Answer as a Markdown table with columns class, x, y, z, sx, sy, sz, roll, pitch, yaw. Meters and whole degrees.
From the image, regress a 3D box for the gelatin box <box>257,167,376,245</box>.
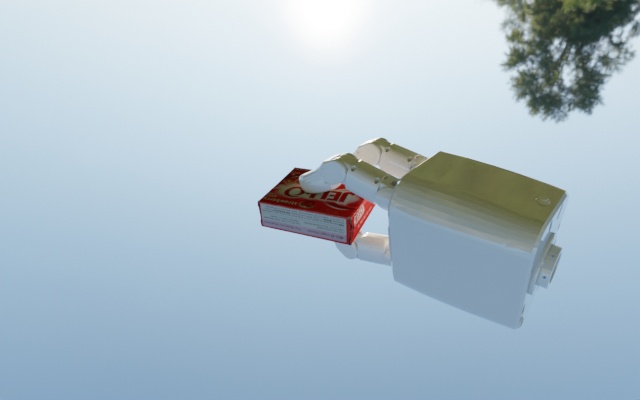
| class | x | y | z | sx | sy | sz | roll | pitch | yaw |
| --- | --- | --- | --- | --- | --- | --- | --- | --- | --- |
| gelatin box | 0.000 | 0.002 | 0.432 | 0.089 | 0.030 | 0.073 | 10 | 32 | 22 |
